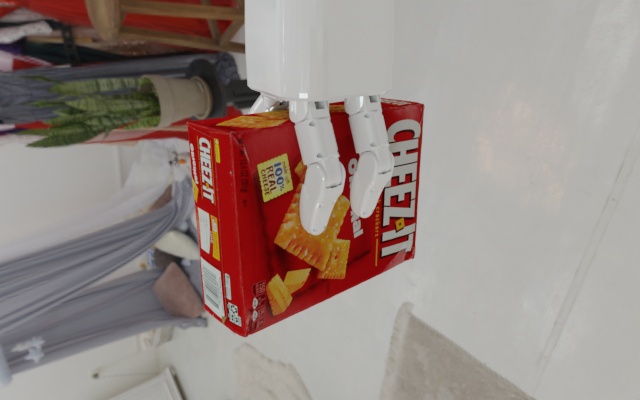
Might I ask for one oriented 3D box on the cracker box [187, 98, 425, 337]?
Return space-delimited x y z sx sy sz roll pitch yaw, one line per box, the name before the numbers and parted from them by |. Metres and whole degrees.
cracker box | 0.000 0.001 0.422 0.213 0.164 0.072 -16 25 -39
